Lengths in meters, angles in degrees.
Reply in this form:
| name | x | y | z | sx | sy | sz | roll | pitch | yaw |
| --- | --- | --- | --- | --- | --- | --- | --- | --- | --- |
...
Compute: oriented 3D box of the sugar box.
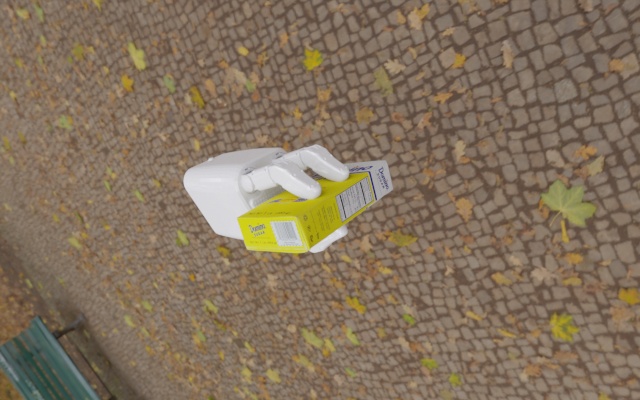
| name | x | y | z | sx | sy | sz | roll | pitch | yaw |
| --- | --- | --- | --- | --- | --- | --- | --- | --- | --- |
| sugar box | 0.000 | 0.001 | 0.551 | 0.093 | 0.048 | 0.176 | -2 | 23 | 40 |
